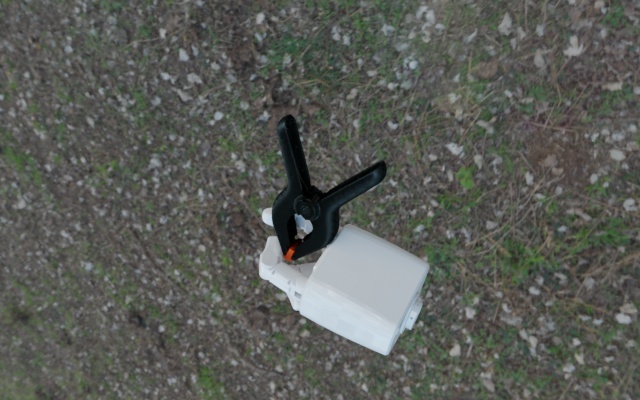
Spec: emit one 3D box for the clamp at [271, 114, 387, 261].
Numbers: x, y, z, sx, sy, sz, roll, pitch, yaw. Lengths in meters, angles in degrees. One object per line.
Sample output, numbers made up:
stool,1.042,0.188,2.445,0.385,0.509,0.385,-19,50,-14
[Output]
clamp,0.000,0.002,0.516,0.120,0.172,0.039,24,38,18
